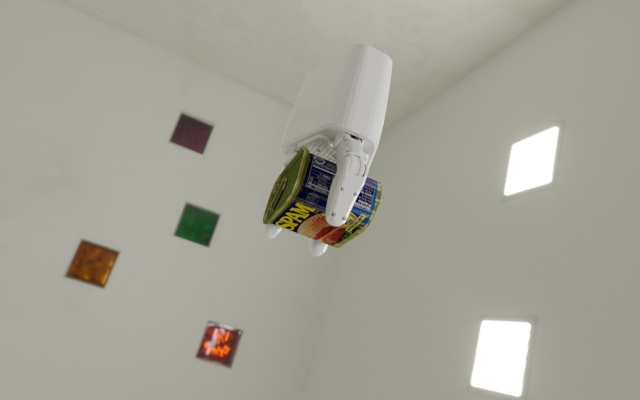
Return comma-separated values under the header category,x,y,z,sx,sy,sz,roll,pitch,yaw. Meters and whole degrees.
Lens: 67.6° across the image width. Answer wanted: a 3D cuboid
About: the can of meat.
category,x,y,z,sx,sy,sz,roll,pitch,yaw
can of meat,0.000,0.002,0.471,0.084,0.057,0.102,21,-27,-15
